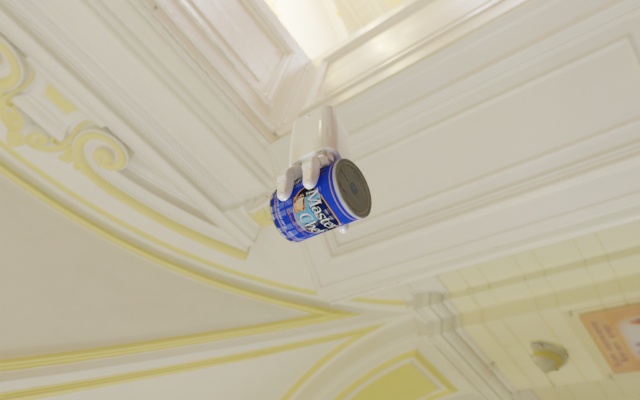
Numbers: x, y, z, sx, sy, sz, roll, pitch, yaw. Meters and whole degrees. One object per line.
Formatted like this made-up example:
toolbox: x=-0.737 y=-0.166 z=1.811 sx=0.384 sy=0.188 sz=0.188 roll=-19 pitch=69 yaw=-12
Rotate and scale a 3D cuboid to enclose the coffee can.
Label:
coffee can: x=0.000 y=0.003 z=0.804 sx=0.140 sy=0.103 sz=0.103 roll=-23 pitch=-12 yaw=31
